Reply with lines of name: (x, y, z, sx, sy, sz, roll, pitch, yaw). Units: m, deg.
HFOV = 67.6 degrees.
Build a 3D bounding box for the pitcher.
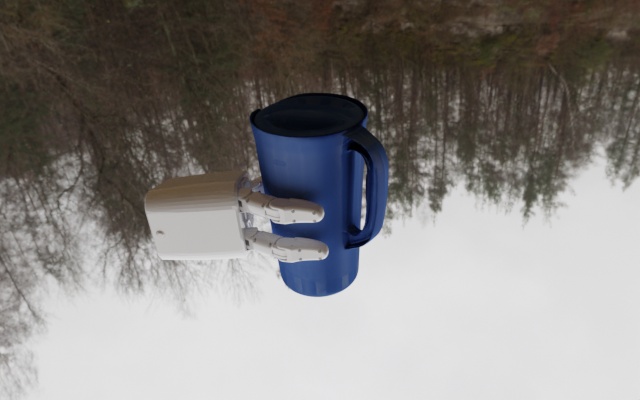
pitcher: (0.000, 0.002, 0.588, 0.145, 0.243, 0.149, -5, 31, -1)
